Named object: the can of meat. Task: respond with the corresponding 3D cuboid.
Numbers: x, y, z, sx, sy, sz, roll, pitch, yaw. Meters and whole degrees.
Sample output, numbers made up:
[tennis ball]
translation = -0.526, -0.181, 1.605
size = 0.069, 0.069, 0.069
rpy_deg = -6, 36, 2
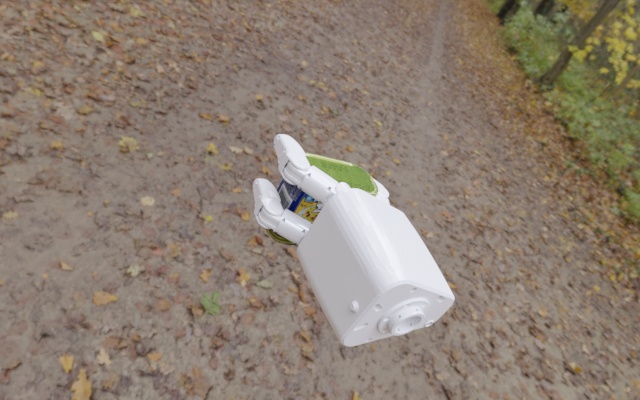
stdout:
[can of meat]
translation = 0.000, 0.001, 0.512
size = 0.102, 0.084, 0.057
rpy_deg = 9, 39, -32
